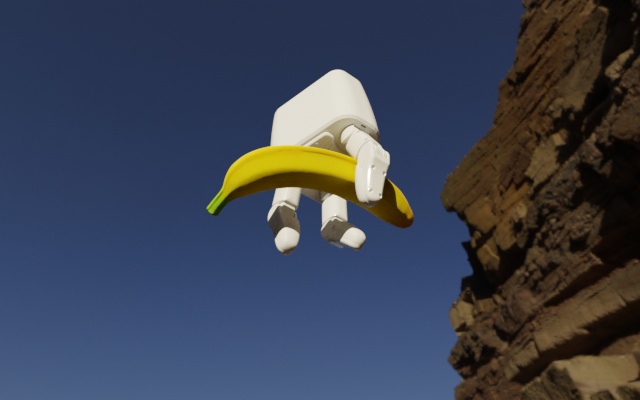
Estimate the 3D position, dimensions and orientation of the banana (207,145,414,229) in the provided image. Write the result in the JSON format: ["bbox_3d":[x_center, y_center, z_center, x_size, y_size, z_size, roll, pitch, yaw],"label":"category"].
[{"bbox_3d":[0.001,-0.014,0.435,0.198,0.070,0.037,6,32,-15],"label":"banana"}]
